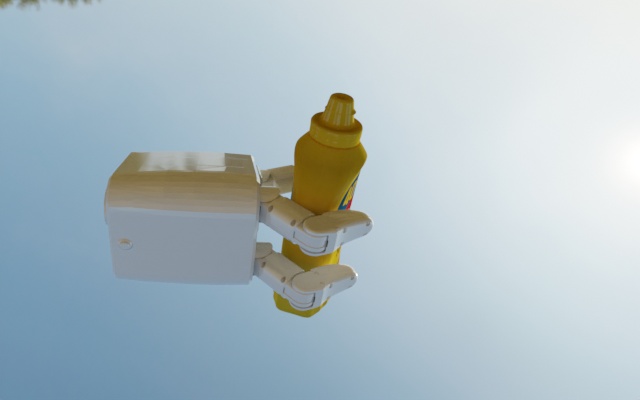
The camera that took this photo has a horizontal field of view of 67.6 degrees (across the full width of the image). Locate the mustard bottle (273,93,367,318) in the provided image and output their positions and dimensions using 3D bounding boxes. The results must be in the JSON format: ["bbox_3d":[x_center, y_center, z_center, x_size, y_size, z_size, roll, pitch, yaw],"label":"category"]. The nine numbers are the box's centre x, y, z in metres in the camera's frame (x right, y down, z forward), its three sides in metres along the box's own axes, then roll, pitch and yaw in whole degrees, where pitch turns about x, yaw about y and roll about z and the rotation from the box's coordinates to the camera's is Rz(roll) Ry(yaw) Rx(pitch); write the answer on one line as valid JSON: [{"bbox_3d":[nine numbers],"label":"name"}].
[{"bbox_3d":[0.000,0.002,0.407,0.058,0.192,0.096,16,33,8],"label":"mustard bottle"}]
